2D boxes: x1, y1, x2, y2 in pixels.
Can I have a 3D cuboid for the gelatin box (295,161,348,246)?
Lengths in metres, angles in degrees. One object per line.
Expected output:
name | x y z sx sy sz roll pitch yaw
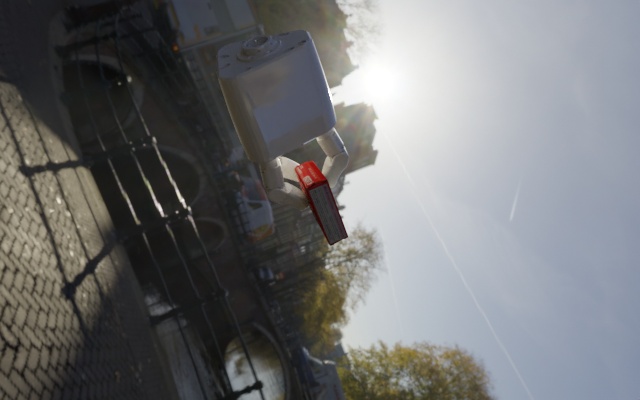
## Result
gelatin box | 0.001 0.002 0.609 0.030 0.089 0.073 -24 28 -4
